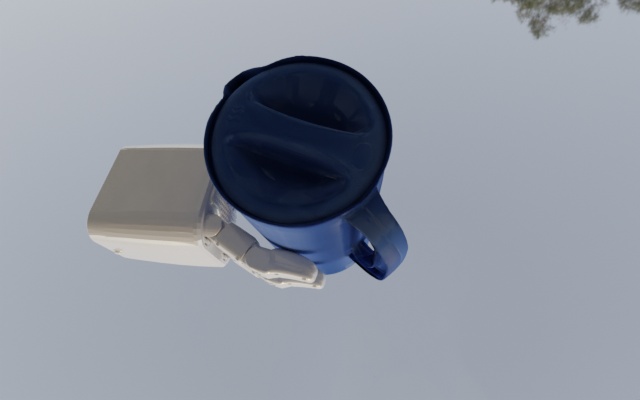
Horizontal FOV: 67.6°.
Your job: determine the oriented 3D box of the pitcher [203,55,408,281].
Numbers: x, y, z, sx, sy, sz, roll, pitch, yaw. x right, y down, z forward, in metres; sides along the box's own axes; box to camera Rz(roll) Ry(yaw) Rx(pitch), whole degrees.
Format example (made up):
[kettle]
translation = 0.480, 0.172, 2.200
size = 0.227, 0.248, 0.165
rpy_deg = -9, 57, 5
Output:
[pitcher]
translation = 0.000, 0.001, 0.435
size = 0.145, 0.149, 0.243
rpy_deg = 1, -20, 6
